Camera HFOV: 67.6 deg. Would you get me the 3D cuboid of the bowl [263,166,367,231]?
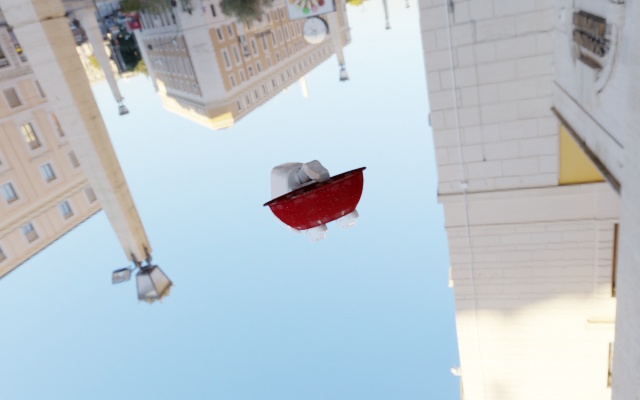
[{"bbox_3d":[0.000,0.003,0.699,0.162,0.055,0.162,-20,4,2],"label":"bowl"}]
